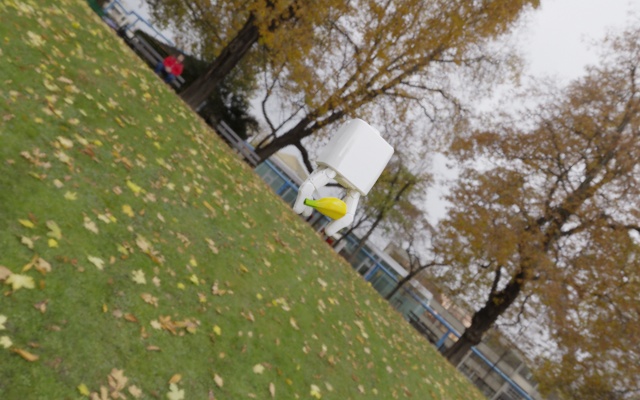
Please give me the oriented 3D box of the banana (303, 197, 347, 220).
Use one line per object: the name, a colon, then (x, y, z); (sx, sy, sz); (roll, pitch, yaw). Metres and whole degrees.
banana: (0.016, 0.011, 0.878); (0.069, 0.037, 0.198); (26, -1, 7)
